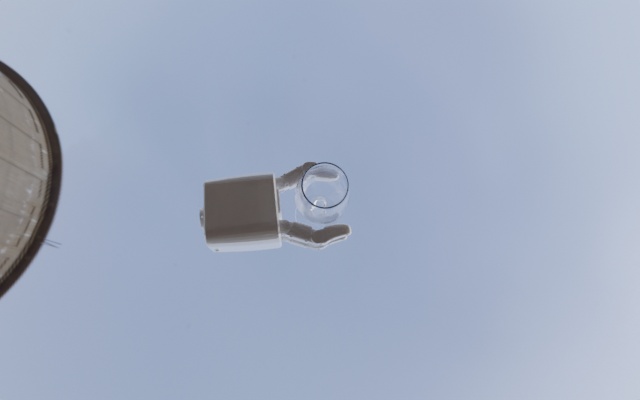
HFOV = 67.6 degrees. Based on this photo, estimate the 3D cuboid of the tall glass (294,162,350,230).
[{"bbox_3d":[0.000,0.002,0.707,0.079,0.079,0.201,0,-13,-4],"label":"tall glass"}]
